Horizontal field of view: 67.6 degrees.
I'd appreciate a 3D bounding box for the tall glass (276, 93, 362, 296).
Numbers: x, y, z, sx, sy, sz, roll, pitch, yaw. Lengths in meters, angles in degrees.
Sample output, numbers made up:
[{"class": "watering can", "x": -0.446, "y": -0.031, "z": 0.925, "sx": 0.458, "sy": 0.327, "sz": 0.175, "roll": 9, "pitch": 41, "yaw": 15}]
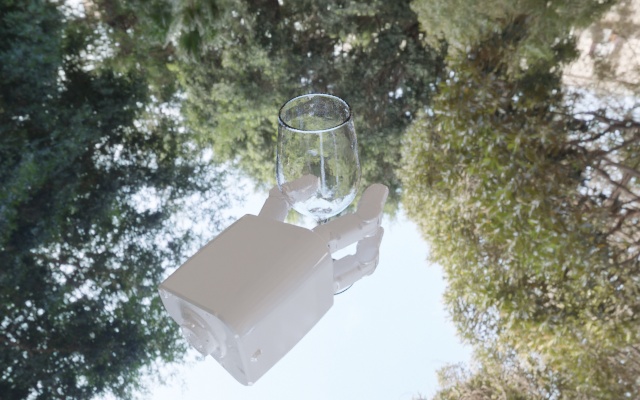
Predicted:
[{"class": "tall glass", "x": 0.000, "y": 0.002, "z": 0.460, "sx": 0.079, "sy": 0.201, "sz": 0.079, "roll": -2, "pitch": 41, "yaw": 2}]
